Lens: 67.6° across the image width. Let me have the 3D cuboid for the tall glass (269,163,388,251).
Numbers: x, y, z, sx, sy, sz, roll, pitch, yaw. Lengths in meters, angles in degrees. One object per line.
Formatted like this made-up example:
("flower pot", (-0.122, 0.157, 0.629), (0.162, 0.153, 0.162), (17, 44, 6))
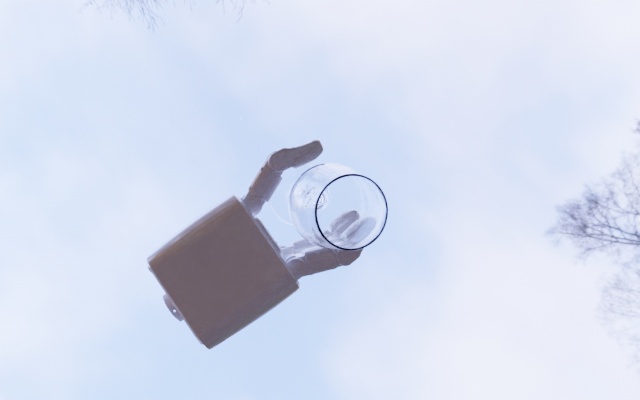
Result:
("tall glass", (0.000, 0.001, 0.473), (0.079, 0.079, 0.201), (0, 4, -15))
